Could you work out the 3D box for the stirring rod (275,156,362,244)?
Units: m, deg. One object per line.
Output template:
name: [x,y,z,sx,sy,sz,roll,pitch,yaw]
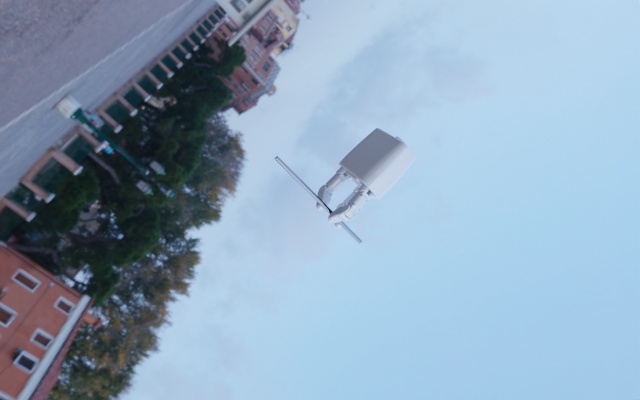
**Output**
stirring rod: [0.000,0.003,0.888,0.239,0.011,0.011,45,-21,-23]
